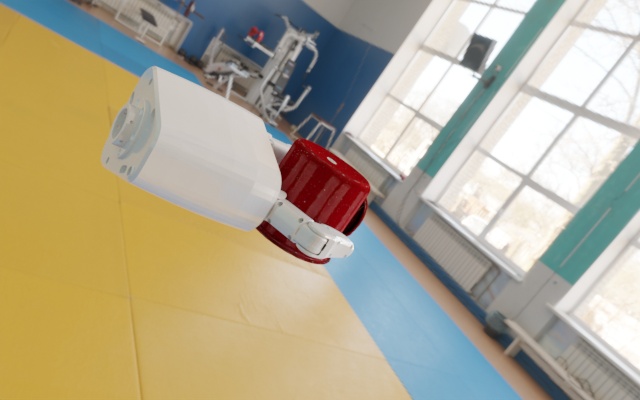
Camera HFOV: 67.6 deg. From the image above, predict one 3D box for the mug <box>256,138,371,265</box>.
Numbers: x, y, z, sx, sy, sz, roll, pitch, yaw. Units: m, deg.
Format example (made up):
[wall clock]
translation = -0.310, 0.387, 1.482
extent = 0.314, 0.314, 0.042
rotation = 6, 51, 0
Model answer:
[mug]
translation = 0.001, 0.002, 0.442
extent = 0.117, 0.081, 0.093
rotation = 24, 16, -39
